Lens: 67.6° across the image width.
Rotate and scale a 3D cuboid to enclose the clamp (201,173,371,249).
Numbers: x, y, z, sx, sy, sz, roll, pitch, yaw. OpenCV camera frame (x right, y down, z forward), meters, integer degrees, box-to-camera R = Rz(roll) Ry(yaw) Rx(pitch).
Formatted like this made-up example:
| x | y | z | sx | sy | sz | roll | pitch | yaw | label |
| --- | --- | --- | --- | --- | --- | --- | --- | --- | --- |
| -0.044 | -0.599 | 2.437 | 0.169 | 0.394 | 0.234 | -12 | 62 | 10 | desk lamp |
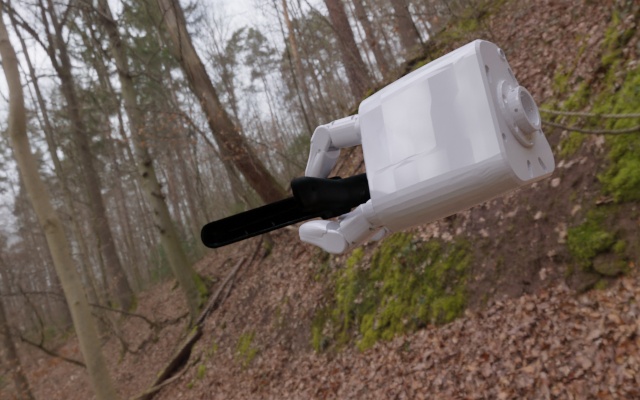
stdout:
| x | y | z | sx | sy | sz | roll | pitch | yaw | label |
| --- | --- | --- | --- | --- | --- | --- | --- | --- | --- |
| 0.000 | 0.001 | 0.454 | 0.164 | 0.036 | 0.210 | -20 | -5 | 42 | clamp |
